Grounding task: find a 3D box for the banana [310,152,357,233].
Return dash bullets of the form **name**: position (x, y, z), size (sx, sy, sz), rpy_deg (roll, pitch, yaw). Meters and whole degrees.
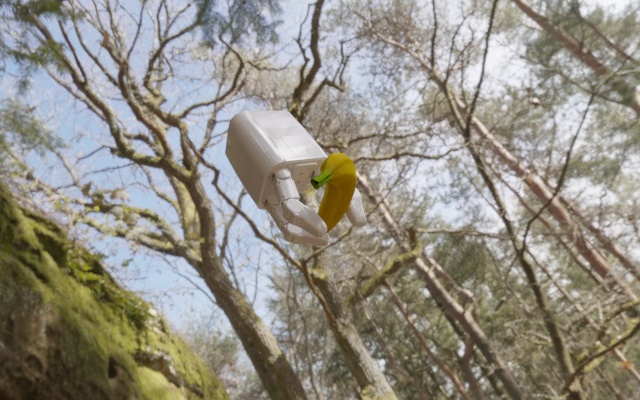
- **banana**: position (0.014, -0.011, 0.588), size (0.069, 0.037, 0.198), rpy_deg (-38, -18, -11)
